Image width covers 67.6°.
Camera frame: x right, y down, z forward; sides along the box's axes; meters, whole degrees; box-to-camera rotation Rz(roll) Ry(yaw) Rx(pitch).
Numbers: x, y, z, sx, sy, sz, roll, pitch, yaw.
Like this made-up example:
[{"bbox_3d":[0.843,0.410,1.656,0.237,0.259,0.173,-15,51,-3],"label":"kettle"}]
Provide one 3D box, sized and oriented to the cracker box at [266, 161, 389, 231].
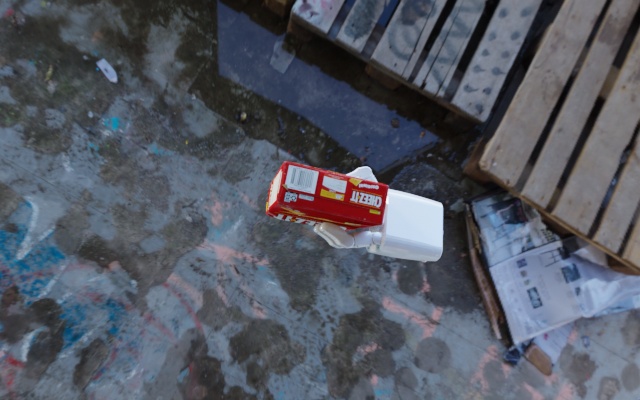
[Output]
[{"bbox_3d":[0.000,0.002,0.799,0.164,0.072,0.214,12,-9,-10],"label":"cracker box"}]
